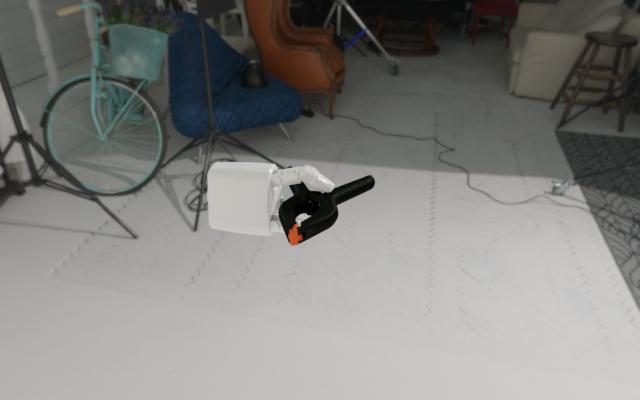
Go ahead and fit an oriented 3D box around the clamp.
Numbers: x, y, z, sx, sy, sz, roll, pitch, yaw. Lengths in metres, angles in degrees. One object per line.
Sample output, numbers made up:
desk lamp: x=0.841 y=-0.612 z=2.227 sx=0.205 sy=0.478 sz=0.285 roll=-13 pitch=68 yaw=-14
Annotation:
clamp: x=0.000 y=0.002 z=0.771 sx=0.164 sy=0.036 sz=0.209 roll=3 pitch=31 yaw=10
